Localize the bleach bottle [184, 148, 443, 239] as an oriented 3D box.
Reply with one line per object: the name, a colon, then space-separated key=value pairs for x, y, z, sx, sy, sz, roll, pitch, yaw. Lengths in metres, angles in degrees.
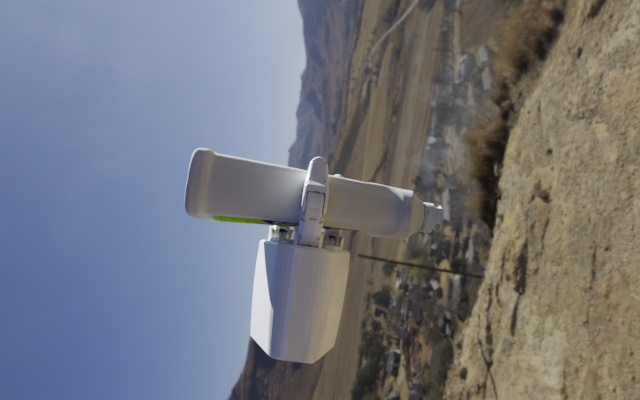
bleach bottle: x=0.000 y=0.002 z=0.485 sx=0.251 sy=0.068 sz=0.102 roll=8 pitch=-6 yaw=-2
